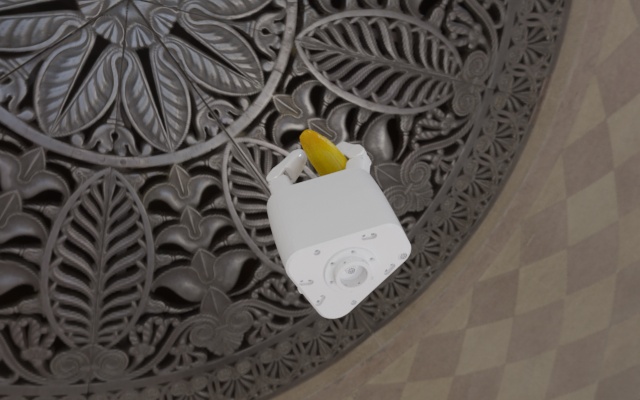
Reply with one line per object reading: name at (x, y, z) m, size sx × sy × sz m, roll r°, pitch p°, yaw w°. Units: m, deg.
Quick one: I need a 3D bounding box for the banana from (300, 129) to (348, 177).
banana at (0.019, 0.003, 0.571) m, size 0.069 × 0.198 × 0.037 m, roll -5°, pitch 37°, yaw 0°
